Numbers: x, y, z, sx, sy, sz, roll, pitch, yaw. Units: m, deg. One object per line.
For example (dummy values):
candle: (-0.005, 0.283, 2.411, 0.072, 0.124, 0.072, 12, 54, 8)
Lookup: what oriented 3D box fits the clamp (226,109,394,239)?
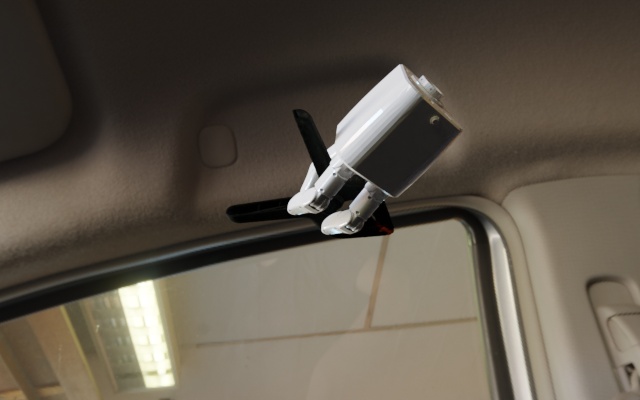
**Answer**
clamp: (0.001, 0.002, 0.593, 0.210, 0.164, 0.036, 32, 25, -29)
